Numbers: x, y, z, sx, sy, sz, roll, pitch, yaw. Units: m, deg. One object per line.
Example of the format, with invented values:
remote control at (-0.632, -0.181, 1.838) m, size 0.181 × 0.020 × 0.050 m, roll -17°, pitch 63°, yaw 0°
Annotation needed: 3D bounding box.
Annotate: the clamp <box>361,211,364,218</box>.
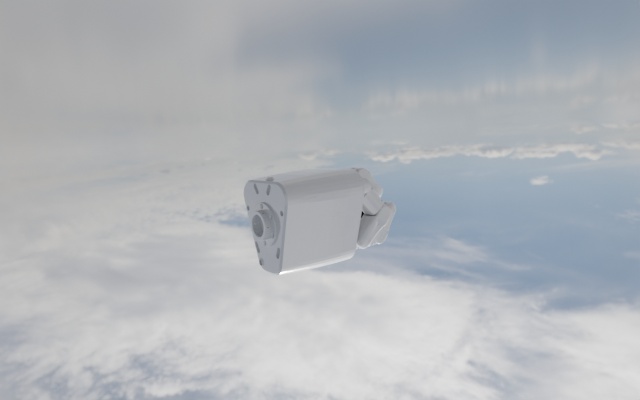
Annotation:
clamp at (0.000, 0.003, 0.651) m, size 0.120 × 0.039 × 0.171 m, roll -10°, pitch 10°, yaw -36°
